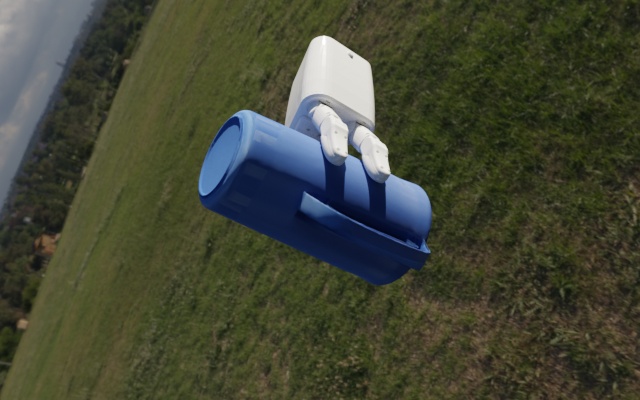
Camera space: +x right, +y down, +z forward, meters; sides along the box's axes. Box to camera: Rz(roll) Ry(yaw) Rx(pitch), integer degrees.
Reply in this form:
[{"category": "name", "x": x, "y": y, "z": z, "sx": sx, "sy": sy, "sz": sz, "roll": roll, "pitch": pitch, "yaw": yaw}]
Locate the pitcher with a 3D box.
[{"category": "pitcher", "x": 0.000, "y": 0.002, "z": 0.524, "sx": 0.243, "sy": 0.145, "sz": 0.149, "roll": 24, "pitch": -36, "yaw": -29}]
